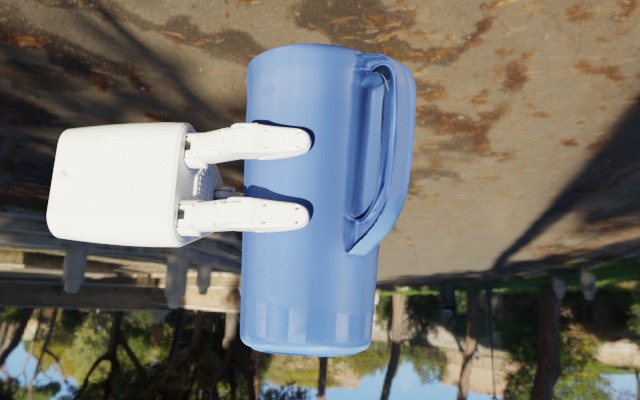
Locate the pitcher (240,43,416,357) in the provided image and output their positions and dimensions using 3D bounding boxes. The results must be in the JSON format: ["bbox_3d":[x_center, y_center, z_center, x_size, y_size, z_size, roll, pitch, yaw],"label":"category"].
[{"bbox_3d":[0.000,0.001,0.404,0.145,0.242,0.149,2,-11,6],"label":"pitcher"}]
